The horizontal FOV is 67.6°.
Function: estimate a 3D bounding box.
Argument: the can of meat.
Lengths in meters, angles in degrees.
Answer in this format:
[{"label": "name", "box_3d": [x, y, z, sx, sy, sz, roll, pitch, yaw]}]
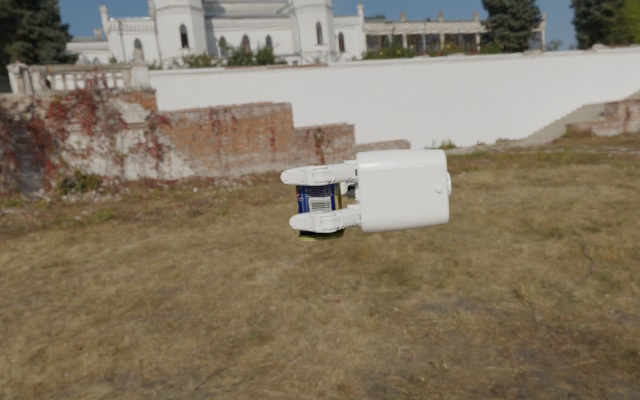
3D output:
[{"label": "can of meat", "box_3d": [0.000, 0.002, 0.624, 0.057, 0.084, 0.102, -4, 6, 6]}]
